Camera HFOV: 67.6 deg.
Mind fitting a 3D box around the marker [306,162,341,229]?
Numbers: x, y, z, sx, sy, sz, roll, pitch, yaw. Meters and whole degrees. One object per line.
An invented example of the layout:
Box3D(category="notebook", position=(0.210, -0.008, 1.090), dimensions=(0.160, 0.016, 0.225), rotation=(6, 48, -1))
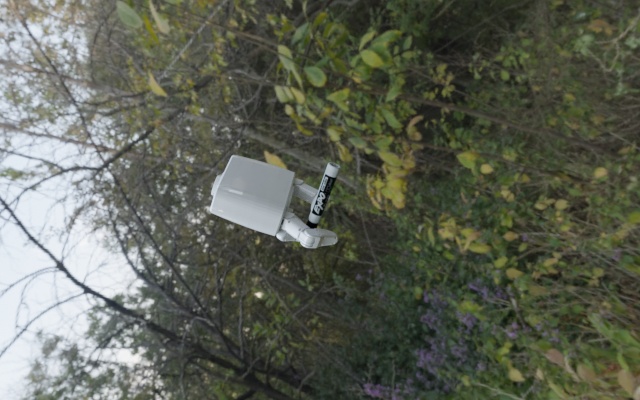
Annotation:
Box3D(category="marker", position=(0.000, 0.002, 0.697), dimensions=(0.020, 0.121, 0.020), rotation=(18, 22, -8))
